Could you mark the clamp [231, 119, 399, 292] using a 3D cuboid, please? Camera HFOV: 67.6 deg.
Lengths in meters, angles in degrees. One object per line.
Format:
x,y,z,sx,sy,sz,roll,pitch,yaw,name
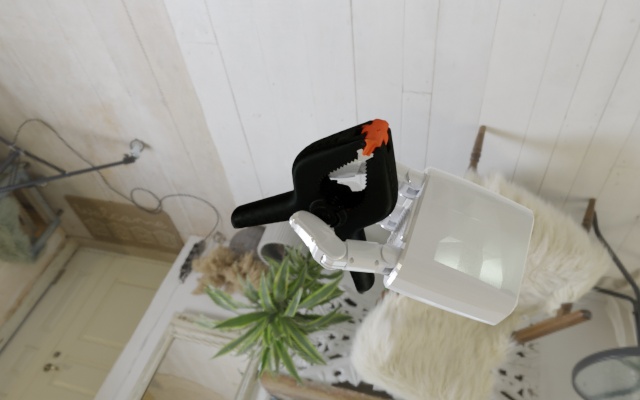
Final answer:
0.000,0.002,0.434,0.164,0.036,0.210,22,-39,2,clamp
